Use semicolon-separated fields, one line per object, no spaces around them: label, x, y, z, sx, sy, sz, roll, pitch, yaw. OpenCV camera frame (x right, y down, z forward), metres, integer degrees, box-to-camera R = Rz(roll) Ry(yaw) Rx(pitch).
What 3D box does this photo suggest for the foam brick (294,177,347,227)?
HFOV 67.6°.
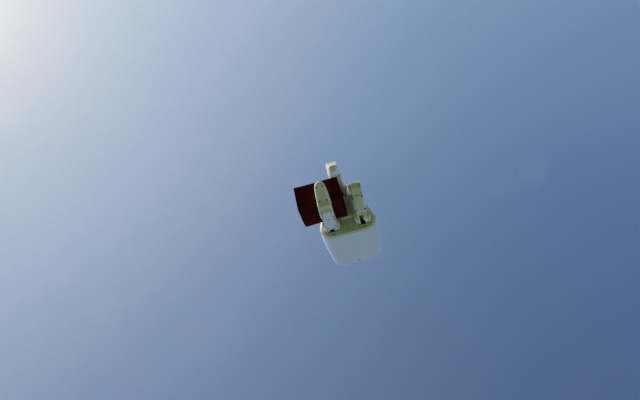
foam brick;0.000;0.003;0.819;0.078;0.053;0.051;-15;-40;5
